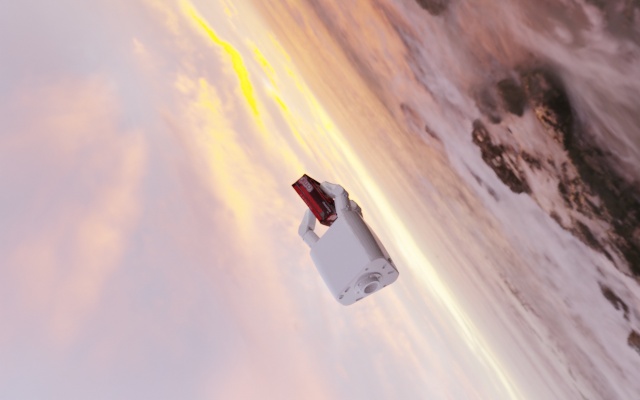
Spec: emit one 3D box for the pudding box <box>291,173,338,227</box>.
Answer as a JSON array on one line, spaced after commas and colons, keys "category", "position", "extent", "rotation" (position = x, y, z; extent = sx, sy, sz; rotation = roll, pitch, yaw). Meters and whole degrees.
[{"category": "pudding box", "position": [0.000, 0.003, 0.868], "extent": [0.039, 0.090, 0.113], "rotation": [-38, -14, 5]}]
